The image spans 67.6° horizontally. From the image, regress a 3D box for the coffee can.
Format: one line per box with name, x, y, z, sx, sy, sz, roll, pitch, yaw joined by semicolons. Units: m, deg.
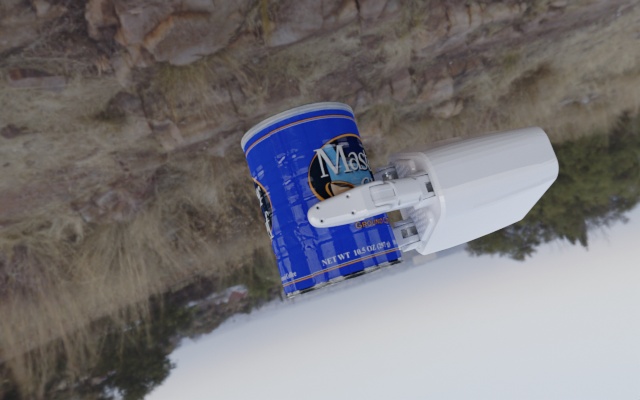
coffee can;0.000;0.001;0.411;0.103;0.140;0.103;-17;-10;-3
